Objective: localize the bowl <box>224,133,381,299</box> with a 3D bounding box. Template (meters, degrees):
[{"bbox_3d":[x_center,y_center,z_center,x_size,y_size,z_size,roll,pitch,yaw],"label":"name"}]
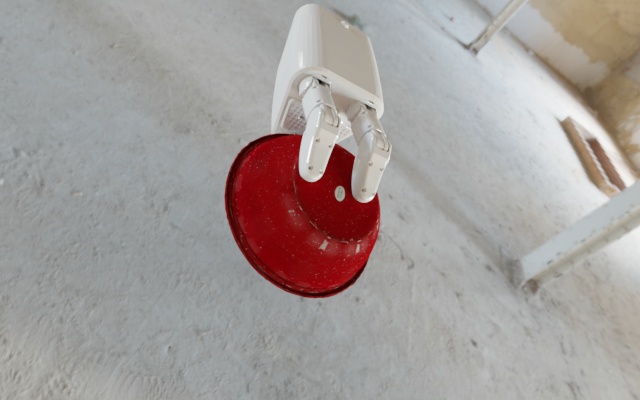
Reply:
[{"bbox_3d":[0.001,0.002,0.423,0.162,0.162,0.055,0,-21,-38],"label":"bowl"}]
